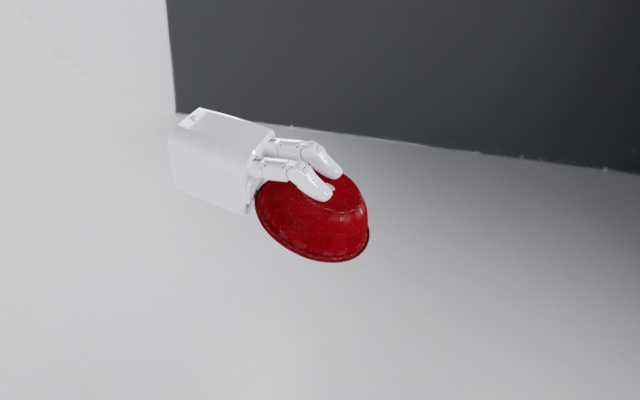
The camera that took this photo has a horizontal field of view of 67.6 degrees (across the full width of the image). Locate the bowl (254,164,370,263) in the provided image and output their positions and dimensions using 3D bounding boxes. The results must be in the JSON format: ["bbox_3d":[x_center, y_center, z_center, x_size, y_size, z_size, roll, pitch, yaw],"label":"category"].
[{"bbox_3d":[0.002,0.002,0.614,0.162,0.055,0.162,17,37,-13],"label":"bowl"}]
